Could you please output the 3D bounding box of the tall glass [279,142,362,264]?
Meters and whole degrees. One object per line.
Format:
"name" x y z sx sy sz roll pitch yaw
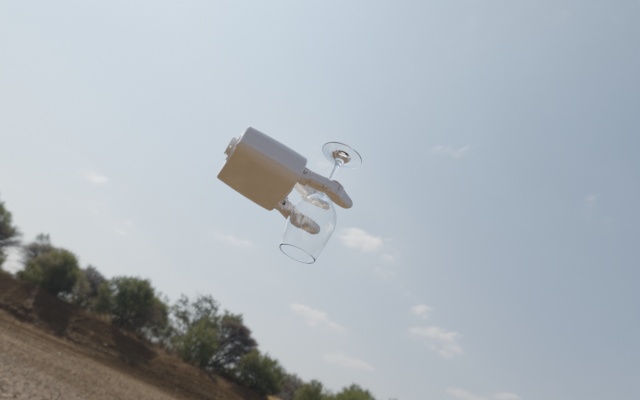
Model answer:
"tall glass" 0.001 0.002 0.792 0.079 0.201 0.079 19 -26 10
